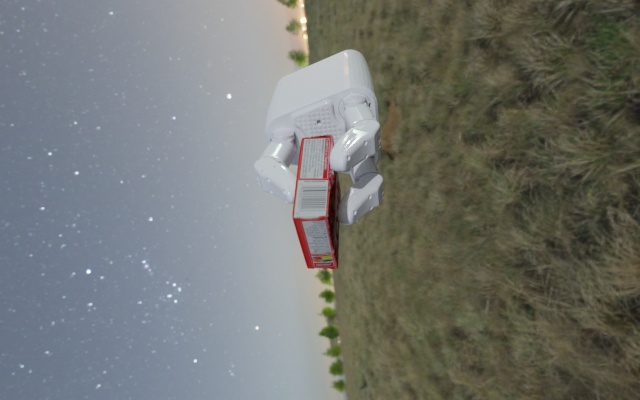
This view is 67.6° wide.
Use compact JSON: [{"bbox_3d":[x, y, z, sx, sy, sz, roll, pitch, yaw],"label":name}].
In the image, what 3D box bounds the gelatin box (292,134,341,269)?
[{"bbox_3d":[0.000,0.002,0.401,0.030,0.089,0.073,-2,-39,8],"label":"gelatin box"}]
